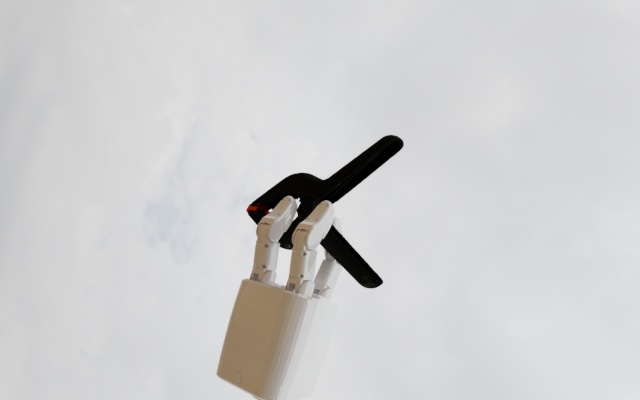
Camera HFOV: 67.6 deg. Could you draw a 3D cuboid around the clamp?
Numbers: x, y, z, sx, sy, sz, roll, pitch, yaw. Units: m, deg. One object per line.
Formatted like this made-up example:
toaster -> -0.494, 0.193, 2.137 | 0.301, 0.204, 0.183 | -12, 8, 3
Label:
clamp -> 0.000, 0.002, 0.548 | 0.210, 0.164, 0.036 | 6, -16, 41
